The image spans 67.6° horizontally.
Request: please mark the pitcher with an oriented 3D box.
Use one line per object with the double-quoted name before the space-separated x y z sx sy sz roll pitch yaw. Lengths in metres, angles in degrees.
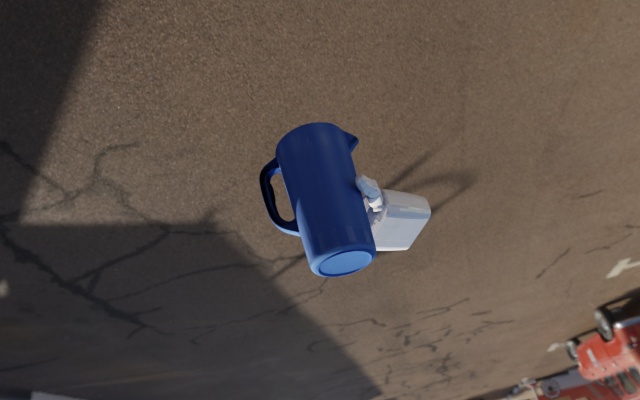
"pitcher" 0.000 0.003 0.802 0.145 0.242 0.149 8 -38 -33
